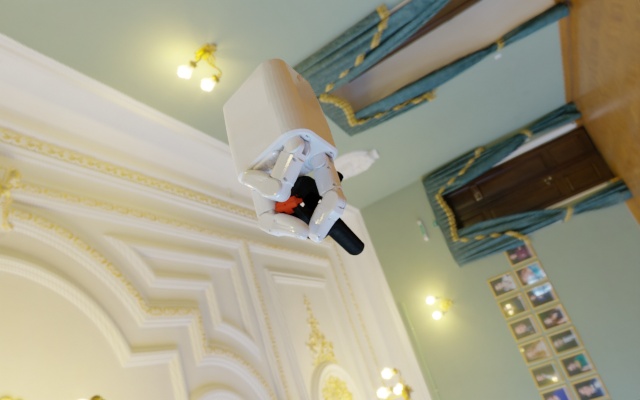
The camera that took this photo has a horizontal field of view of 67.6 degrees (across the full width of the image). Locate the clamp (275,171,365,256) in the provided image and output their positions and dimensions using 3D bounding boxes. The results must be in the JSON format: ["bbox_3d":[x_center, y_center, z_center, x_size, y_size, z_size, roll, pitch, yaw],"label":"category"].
[{"bbox_3d":[0.000,0.002,0.599,0.039,0.120,0.171,-27,-25,20],"label":"clamp"}]
